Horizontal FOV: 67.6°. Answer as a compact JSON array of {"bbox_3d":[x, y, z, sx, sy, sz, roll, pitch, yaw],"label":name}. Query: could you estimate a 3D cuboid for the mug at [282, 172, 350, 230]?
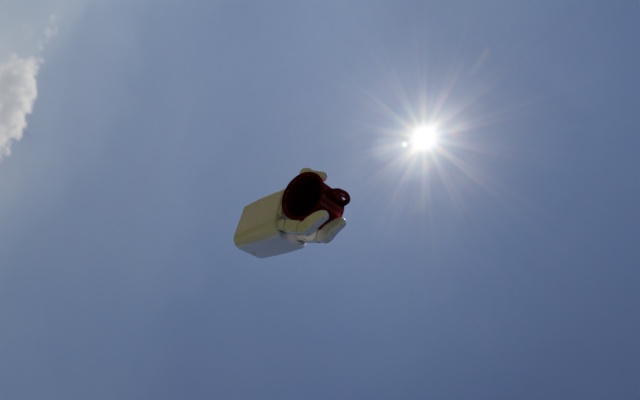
[{"bbox_3d":[0.001,0.002,0.865,0.117,0.093,0.081,-17,-32,31],"label":"mug"}]
